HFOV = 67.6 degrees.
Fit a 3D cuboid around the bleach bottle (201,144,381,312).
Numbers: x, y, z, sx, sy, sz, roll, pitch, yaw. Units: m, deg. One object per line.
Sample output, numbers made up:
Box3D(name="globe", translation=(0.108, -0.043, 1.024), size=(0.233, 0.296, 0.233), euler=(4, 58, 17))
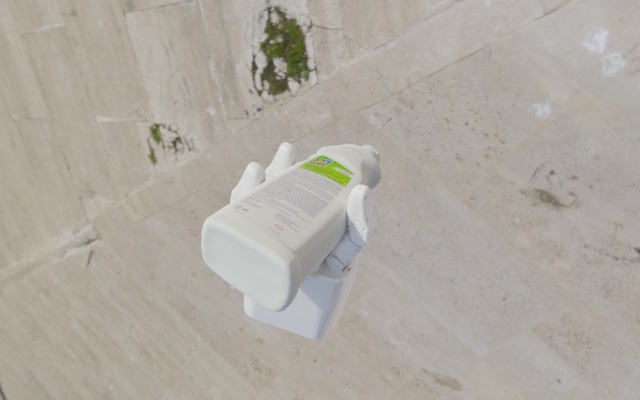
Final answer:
Box3D(name="bleach bottle", translation=(0.000, 0.002, 0.490), size=(0.102, 0.068, 0.250), euler=(29, 39, 20))
